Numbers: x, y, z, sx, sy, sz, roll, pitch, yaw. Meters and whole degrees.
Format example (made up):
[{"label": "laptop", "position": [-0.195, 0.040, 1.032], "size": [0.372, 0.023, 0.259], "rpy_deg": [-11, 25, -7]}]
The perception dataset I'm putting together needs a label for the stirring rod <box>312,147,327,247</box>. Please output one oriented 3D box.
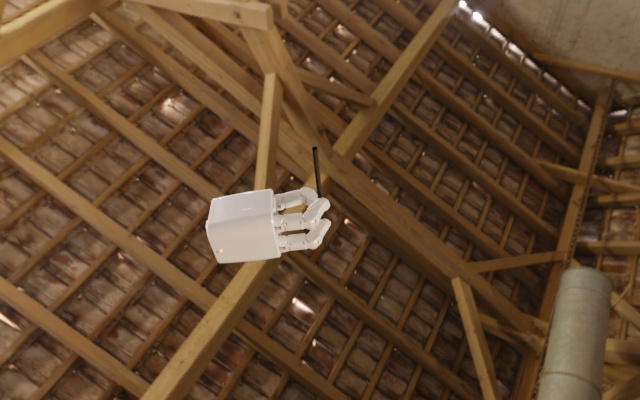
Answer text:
[{"label": "stirring rod", "position": [0.000, 0.002, 0.793], "size": [0.011, 0.011, 0.240], "rpy_deg": [0, -41, 6]}]
